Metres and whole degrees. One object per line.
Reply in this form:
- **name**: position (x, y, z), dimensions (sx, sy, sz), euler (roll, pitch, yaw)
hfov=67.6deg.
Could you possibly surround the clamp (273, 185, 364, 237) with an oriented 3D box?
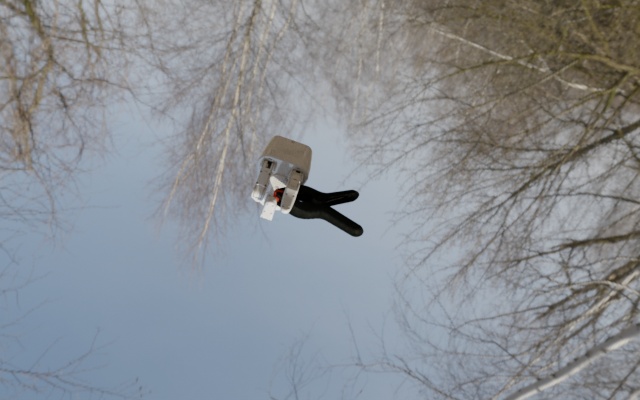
- **clamp**: position (0.000, 0.003, 0.875), dimensions (0.171, 0.039, 0.120), euler (19, 31, -4)
